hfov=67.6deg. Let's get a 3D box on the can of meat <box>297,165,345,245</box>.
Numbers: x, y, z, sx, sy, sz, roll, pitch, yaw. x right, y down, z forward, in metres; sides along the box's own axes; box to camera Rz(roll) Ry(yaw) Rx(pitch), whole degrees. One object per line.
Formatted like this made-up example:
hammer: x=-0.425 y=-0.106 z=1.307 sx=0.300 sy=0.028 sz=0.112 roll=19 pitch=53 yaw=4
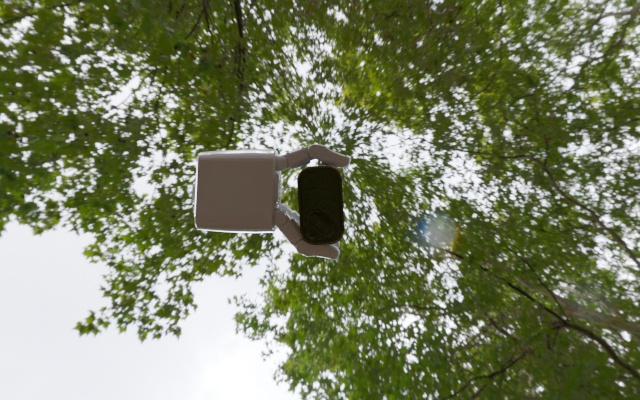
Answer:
can of meat: x=0.000 y=0.002 z=0.648 sx=0.057 sy=0.102 sz=0.084 roll=-4 pitch=7 yaw=0
